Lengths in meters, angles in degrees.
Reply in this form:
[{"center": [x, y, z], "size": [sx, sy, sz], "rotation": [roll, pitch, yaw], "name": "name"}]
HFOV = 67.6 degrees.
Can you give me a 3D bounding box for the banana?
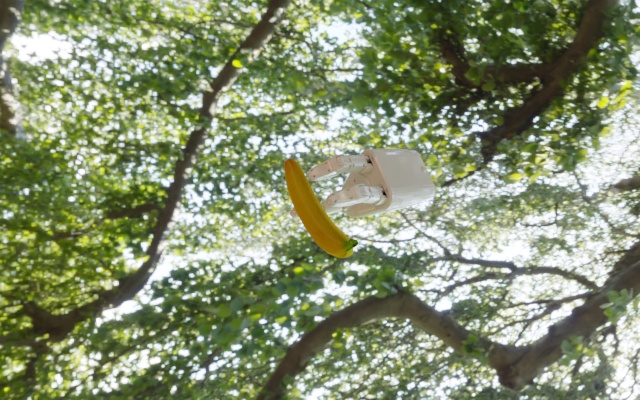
[{"center": [-0.003, 0.019, 0.680], "size": [0.037, 0.070, 0.197], "rotation": [-9, 42, -33], "name": "banana"}]
